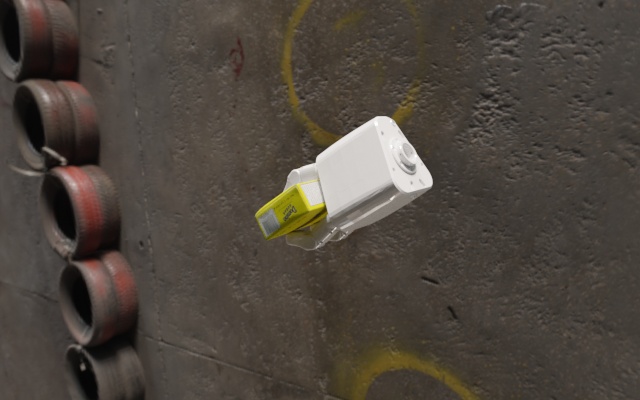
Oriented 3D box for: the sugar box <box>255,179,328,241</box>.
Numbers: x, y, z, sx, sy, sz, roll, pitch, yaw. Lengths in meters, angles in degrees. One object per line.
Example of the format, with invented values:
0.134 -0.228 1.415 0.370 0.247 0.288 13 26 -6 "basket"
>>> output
0.000 0.003 0.677 0.093 0.048 0.176 -34 -13 37 "sugar box"
